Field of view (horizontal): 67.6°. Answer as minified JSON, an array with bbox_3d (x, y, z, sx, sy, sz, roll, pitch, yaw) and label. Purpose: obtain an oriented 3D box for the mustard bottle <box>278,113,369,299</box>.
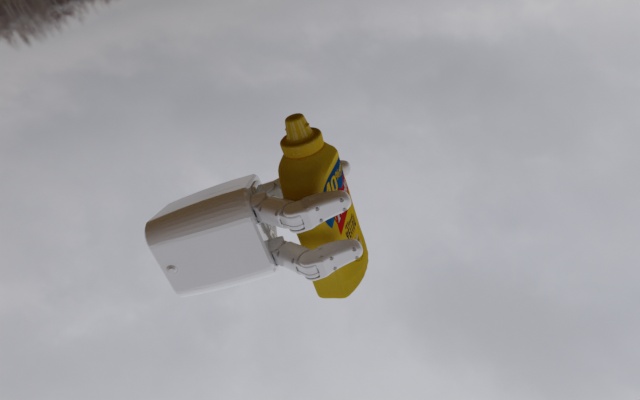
[{"bbox_3d":[0.000,0.002,0.487,0.058,0.192,0.096,-3,34,24],"label":"mustard bottle"}]
